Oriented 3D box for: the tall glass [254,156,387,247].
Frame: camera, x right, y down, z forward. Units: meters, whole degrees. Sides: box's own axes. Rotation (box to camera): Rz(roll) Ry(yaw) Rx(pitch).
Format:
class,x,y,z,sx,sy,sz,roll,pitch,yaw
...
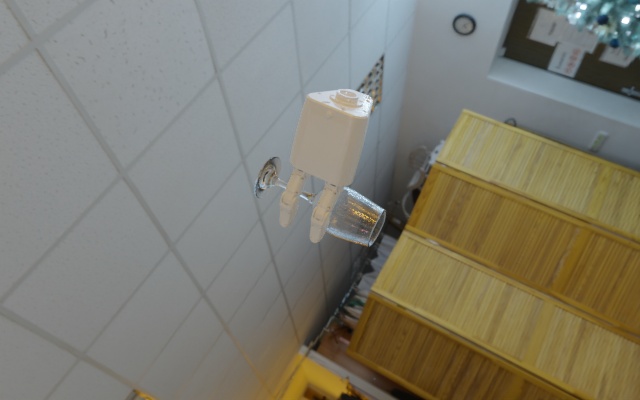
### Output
class,x,y,z,sx,sy,sz,roll,pitch,yaw
tall glass,0.000,0.002,0.748,0.201,0.079,0.079,25,8,17
